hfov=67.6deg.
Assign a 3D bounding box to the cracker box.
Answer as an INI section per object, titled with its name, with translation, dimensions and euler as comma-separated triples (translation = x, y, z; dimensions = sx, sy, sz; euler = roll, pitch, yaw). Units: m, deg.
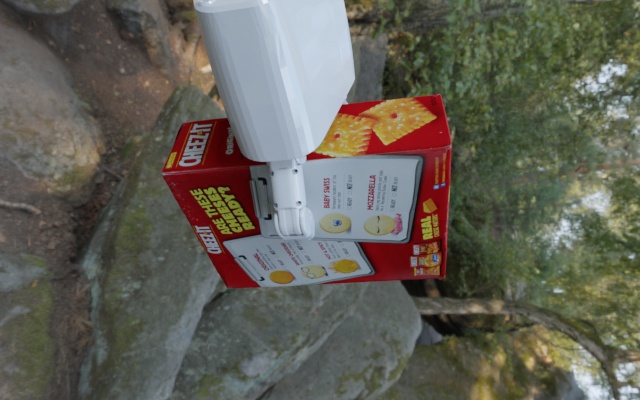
[cracker box]
translation = 0.000, 0.001, 0.418
dimensions = 0.214, 0.072, 0.164
euler = -4, -43, 9
